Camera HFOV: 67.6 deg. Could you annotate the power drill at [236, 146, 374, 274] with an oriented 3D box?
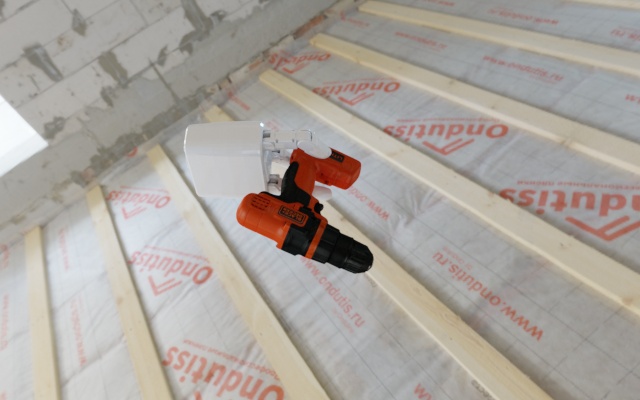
[{"bbox_3d":[0.000,0.002,0.654,0.184,0.057,0.187,25,41,-1],"label":"power drill"}]
